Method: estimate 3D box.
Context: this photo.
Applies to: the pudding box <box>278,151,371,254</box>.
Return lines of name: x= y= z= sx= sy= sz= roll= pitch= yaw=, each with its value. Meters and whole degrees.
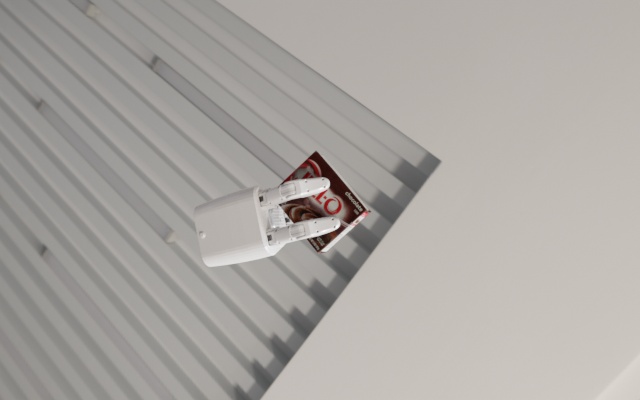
pudding box: x=0.000 y=0.002 z=0.658 sx=0.090 sy=0.113 sz=0.039 roll=-43 pitch=-14 yaw=11
